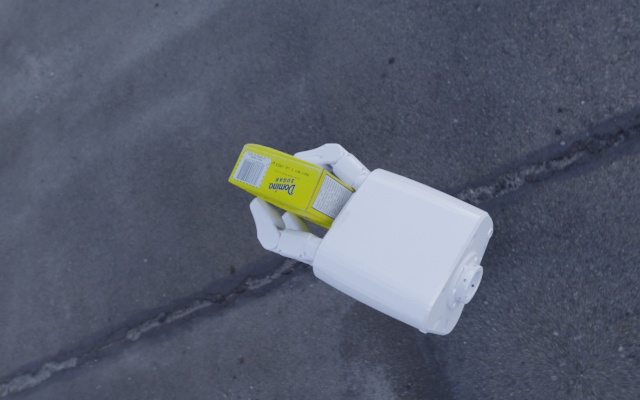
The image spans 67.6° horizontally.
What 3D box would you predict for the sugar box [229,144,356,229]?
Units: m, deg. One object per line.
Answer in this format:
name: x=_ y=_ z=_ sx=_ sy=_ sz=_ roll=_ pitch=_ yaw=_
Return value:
sugar box: x=0.000 y=0.002 z=0.479 sx=0.093 sy=0.048 sz=0.176 roll=21 pitch=-7 yaw=33
